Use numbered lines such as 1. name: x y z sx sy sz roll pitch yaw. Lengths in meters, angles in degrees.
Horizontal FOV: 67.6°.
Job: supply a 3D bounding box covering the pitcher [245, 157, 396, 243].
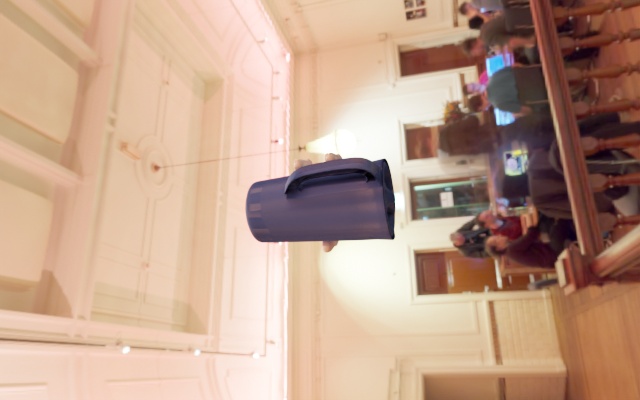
1. pitcher: 0.000 0.003 0.794 0.243 0.149 0.145 -6 12 15
